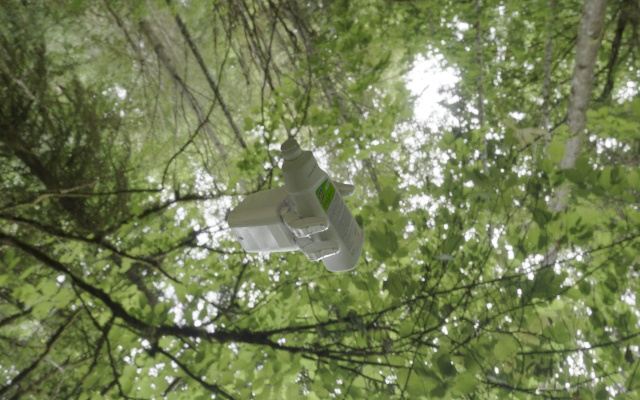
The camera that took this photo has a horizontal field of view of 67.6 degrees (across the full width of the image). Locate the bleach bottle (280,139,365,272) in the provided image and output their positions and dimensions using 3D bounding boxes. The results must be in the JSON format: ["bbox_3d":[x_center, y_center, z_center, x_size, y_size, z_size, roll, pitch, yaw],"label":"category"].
[{"bbox_3d":[0.000,0.003,0.793,0.068,0.251,0.102,-7,39,25],"label":"bleach bottle"}]
